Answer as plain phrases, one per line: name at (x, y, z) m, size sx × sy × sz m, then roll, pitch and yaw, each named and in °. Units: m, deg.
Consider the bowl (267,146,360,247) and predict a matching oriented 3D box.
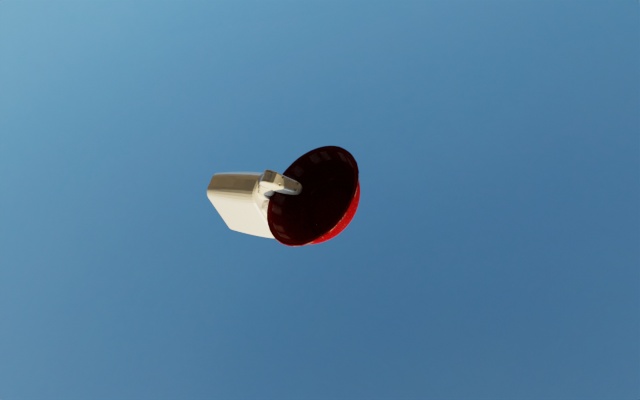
bowl at (0.001, 0.003, 0.691) m, size 0.162 × 0.162 × 0.055 m, roll 0°, pitch -28°, yaw 42°
